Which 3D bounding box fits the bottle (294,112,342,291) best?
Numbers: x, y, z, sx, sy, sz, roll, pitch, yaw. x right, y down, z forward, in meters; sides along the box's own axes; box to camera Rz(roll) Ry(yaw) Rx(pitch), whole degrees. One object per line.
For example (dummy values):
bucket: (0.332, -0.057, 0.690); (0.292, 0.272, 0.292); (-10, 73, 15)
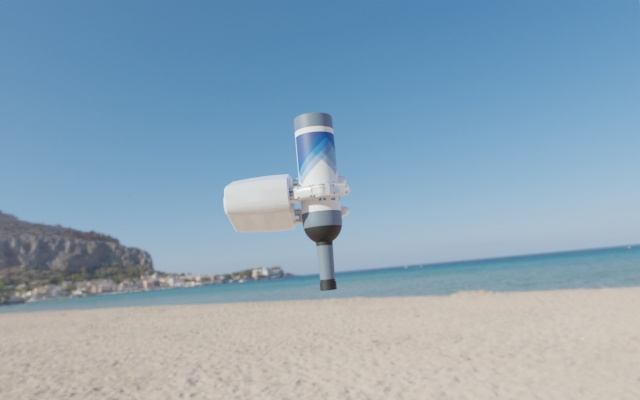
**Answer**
bottle: (0.000, 0.002, 0.808); (0.069, 0.295, 0.069); (-5, -8, -1)
